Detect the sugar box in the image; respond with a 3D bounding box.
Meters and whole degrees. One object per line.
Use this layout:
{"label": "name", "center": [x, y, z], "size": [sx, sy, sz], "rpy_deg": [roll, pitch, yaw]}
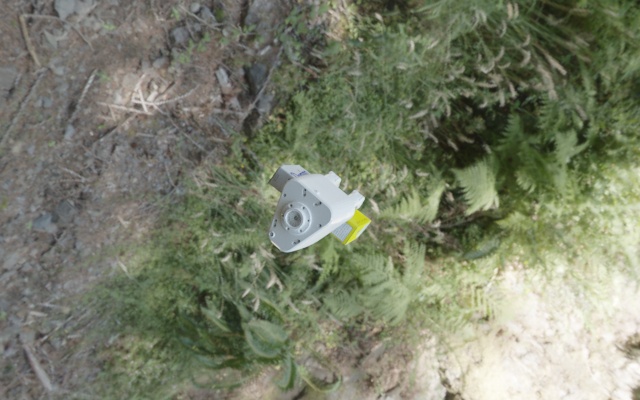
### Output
{"label": "sugar box", "center": [0.000, 0.002, 0.851], "size": [0.176, 0.048, 0.093], "rpy_deg": [40, 17, 12]}
